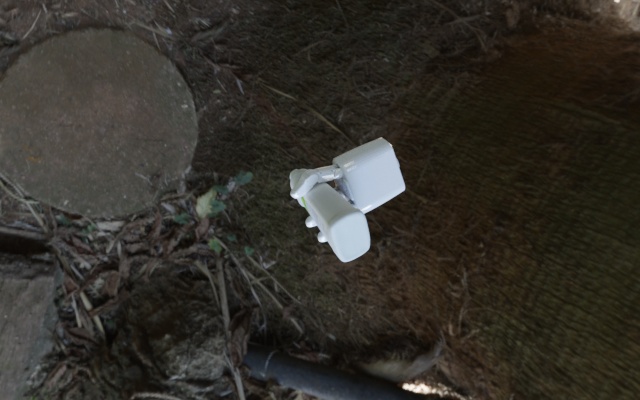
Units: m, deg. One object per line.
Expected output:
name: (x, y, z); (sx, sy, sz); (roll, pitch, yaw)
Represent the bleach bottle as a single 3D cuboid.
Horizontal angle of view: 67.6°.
bleach bottle: (0.000, 0.003, 0.884); (0.068, 0.103, 0.250); (-27, 39, -12)
